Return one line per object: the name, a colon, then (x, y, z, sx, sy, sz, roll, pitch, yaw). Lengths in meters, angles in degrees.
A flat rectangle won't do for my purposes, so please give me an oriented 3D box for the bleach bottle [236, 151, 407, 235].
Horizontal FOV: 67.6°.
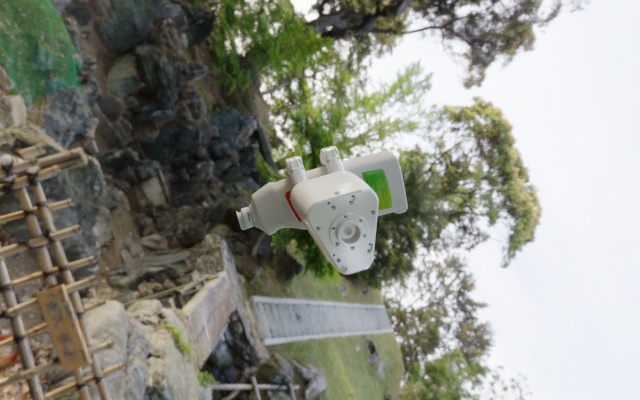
bleach bottle: (0.000, 0.002, 0.726, 0.251, 0.102, 0.068, -17, 17, -8)
